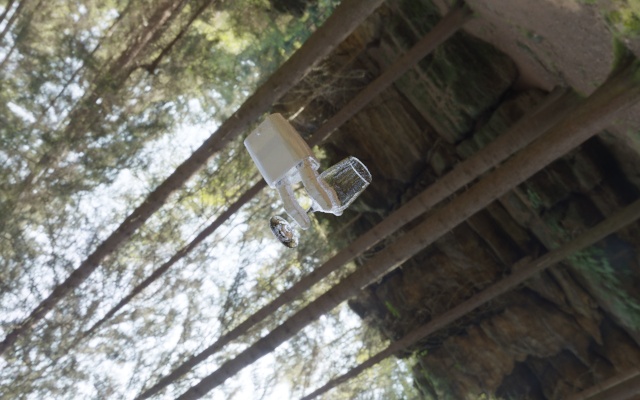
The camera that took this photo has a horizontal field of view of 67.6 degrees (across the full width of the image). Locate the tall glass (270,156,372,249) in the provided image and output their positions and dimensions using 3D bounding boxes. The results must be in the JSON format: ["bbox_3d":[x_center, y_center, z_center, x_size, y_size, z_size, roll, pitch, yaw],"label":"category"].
[{"bbox_3d":[0.000,0.003,0.878,0.201,0.079,0.079,-39,-18,23],"label":"tall glass"}]
